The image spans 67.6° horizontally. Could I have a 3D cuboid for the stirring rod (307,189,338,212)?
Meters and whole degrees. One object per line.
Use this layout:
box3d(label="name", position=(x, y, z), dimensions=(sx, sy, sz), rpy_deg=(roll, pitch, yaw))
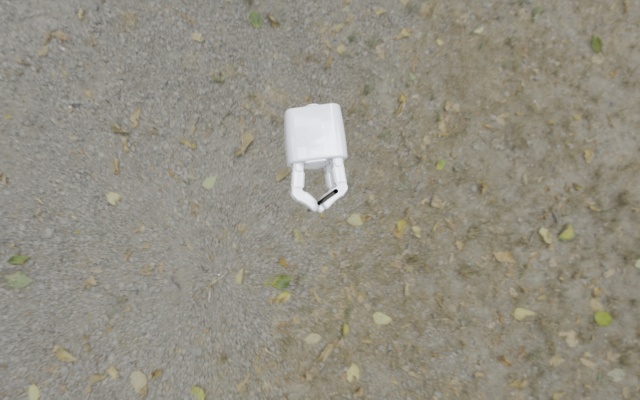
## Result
box3d(label="stirring rod", position=(0.000, 0.003, 0.884), dimensions=(0.011, 0.011, 0.239), rpy_deg=(0, -9, -12))
